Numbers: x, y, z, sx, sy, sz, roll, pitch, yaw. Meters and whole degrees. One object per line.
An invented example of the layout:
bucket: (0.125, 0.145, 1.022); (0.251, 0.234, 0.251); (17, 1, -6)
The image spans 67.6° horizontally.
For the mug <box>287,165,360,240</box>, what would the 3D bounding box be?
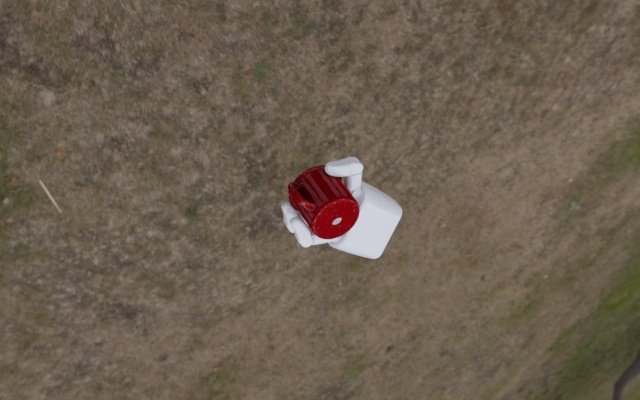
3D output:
mug: (-0.001, 0.002, 0.729); (0.117, 0.093, 0.081); (23, 23, -41)
